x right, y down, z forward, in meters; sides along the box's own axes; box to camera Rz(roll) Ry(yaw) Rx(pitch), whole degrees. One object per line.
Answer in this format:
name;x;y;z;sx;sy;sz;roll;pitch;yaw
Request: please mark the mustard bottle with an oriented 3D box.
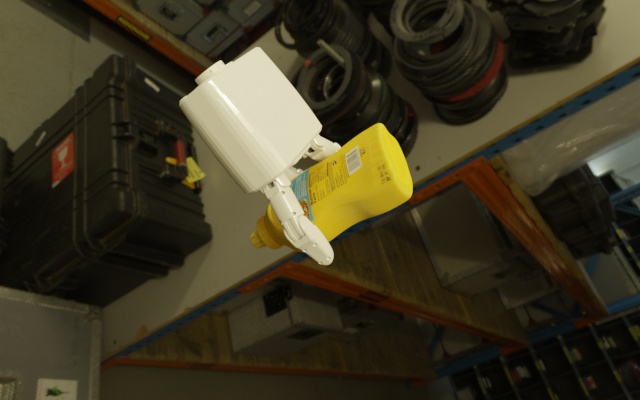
mustard bottle;0.000;0.002;0.507;0.192;0.096;0.058;-31;-49;23
